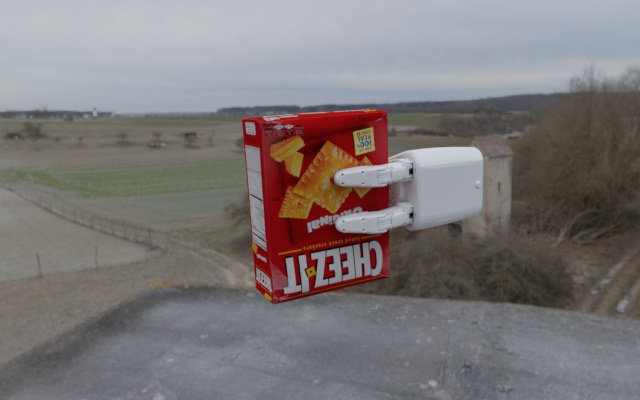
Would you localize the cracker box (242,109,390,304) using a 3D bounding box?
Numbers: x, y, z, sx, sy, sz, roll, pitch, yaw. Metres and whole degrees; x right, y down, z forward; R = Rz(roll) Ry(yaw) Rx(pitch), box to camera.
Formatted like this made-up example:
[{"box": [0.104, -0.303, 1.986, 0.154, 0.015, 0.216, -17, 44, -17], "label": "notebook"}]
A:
[{"box": [0.000, 0.002, 0.580, 0.164, 0.214, 0.072, -8, 13, -24], "label": "cracker box"}]
